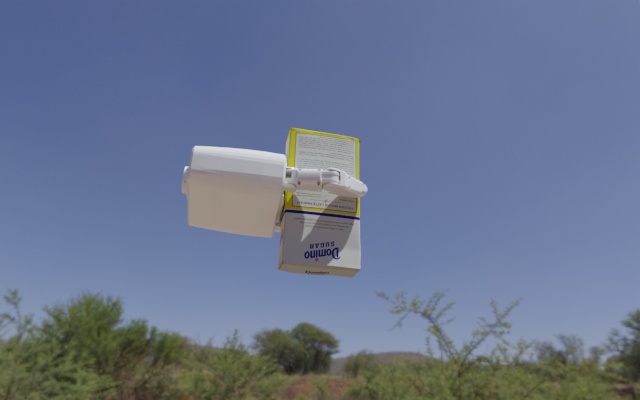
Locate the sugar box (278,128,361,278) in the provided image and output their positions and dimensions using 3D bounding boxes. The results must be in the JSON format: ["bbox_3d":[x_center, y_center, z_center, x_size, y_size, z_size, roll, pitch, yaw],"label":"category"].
[{"bbox_3d":[0.000,0.002,0.583,0.093,0.176,0.048,7,-22,-10],"label":"sugar box"}]
